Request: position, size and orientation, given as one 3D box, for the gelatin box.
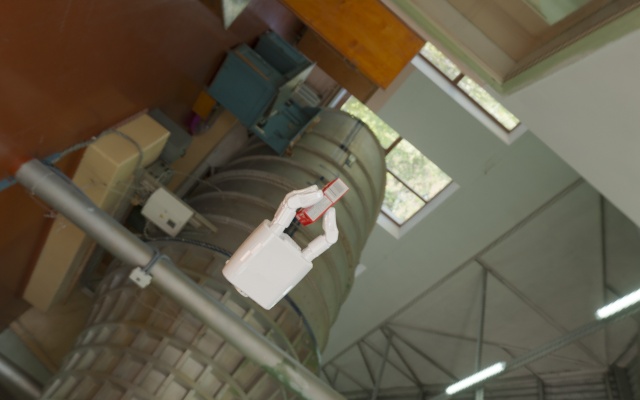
[{"bbox_3d":[0.001,0.003,0.817,0.089,0.030,0.073,-43,5,-13],"label":"gelatin box"}]
